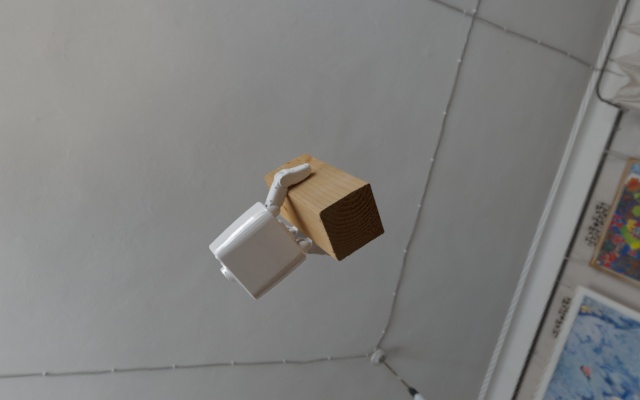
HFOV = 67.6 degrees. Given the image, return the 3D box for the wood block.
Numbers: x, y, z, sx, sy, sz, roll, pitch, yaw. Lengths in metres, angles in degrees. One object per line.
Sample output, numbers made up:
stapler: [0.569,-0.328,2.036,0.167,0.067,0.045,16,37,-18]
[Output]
wood block: [0.000,0.002,0.766,0.090,0.091,0.206,-30,29,-17]
